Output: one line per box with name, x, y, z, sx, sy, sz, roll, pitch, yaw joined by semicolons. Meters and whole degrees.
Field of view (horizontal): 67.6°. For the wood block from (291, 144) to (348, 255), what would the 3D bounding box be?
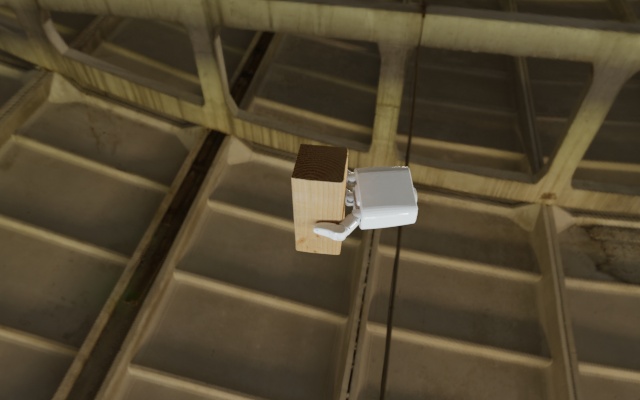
wood block;0.000;0.003;0.898;0.090;0.090;0.206;6;-42;5
